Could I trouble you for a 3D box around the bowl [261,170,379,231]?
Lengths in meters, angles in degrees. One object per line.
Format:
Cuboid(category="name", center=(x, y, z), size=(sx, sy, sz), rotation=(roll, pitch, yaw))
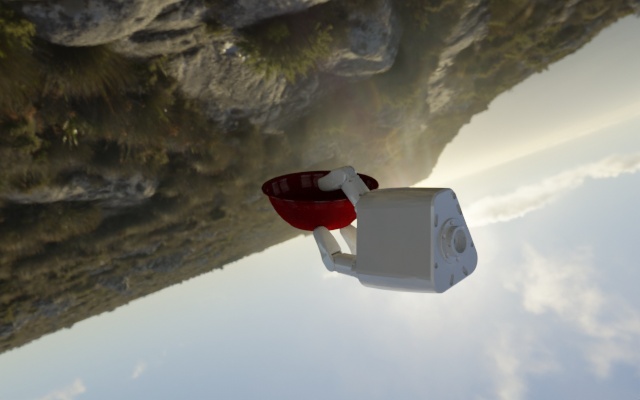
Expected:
Cuboid(category="bowl", center=(-0.001, 0.002, 0.667), size=(0.162, 0.055, 0.162), rotation=(-2, 17, 0))
